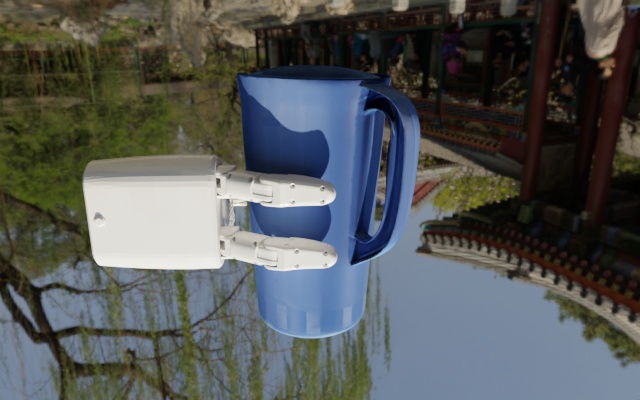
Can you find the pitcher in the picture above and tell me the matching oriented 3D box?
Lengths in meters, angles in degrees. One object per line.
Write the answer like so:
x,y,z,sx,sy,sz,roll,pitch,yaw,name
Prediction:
0.000,0.001,0.441,0.145,0.243,0.149,0,18,-3,pitcher
